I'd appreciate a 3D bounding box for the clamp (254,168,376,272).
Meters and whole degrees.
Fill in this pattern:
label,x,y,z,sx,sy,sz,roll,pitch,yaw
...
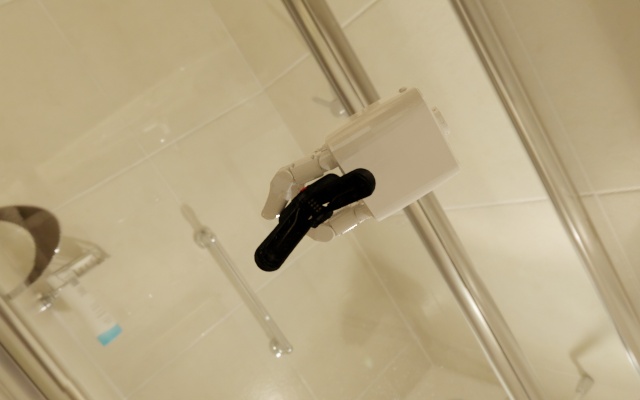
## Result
label,x,y,z,sx,sy,sz,roll,pitch,yaw
clamp,0.000,0.002,0.456,0.120,0.039,0.171,-32,11,11
